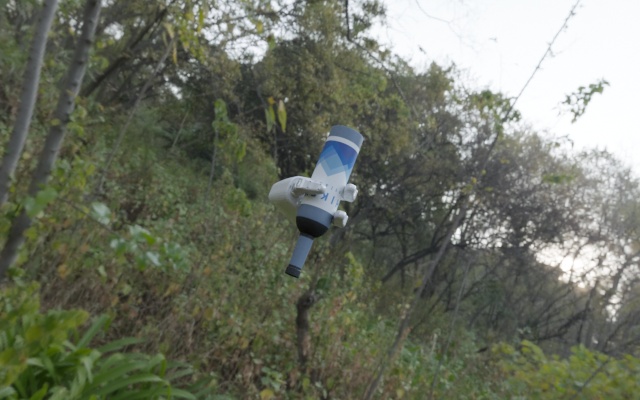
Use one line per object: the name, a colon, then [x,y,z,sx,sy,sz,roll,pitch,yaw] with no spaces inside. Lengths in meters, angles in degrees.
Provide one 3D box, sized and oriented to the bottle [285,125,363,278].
bottle: [0.000,0.003,0.898,0.069,0.295,0.069,20,-14,5]
